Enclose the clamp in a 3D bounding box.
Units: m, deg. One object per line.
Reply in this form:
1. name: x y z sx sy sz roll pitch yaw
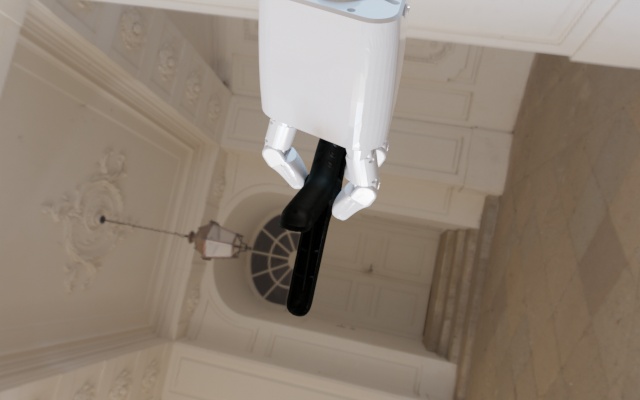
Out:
1. clamp: -0.001 0.001 0.480 0.036 0.165 0.209 13 47 7
